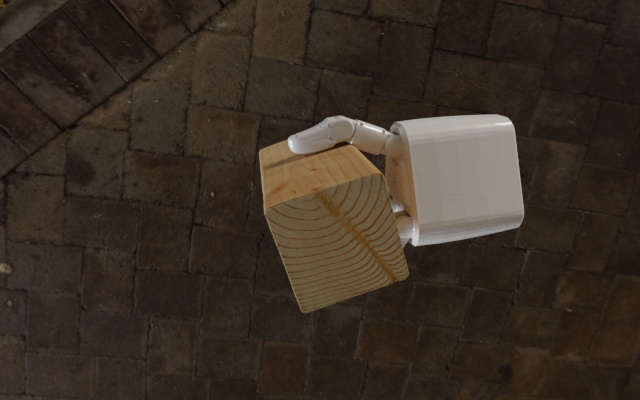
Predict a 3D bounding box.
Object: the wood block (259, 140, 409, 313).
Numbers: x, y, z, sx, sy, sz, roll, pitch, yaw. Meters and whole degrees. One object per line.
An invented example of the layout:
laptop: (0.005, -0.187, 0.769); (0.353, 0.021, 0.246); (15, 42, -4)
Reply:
wood block: (0.000, 0.001, 0.444); (0.090, 0.091, 0.206); (-18, 19, -2)
